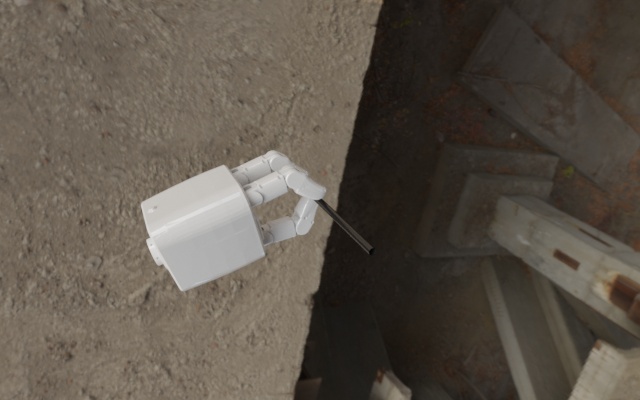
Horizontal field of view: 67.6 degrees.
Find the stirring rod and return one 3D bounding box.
[{"bbox_3d":[0.000,0.002,0.551,0.011,0.011,0.239,0,23,-26],"label":"stirring rod"}]
